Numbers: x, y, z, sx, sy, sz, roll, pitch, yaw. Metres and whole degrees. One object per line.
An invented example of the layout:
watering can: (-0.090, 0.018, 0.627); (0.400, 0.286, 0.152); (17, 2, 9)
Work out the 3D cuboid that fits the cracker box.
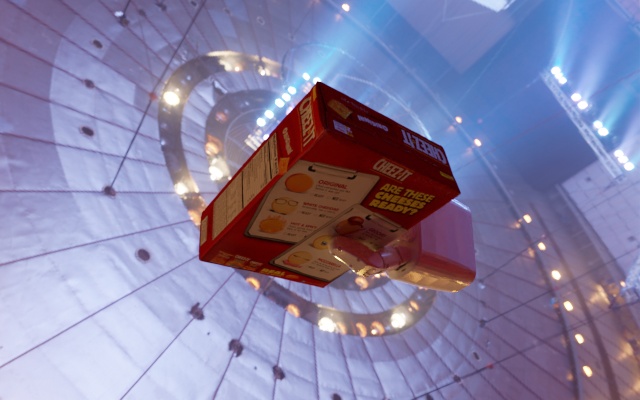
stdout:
cracker box: (0.000, 0.002, 0.480); (0.164, 0.072, 0.214); (20, -45, -33)
